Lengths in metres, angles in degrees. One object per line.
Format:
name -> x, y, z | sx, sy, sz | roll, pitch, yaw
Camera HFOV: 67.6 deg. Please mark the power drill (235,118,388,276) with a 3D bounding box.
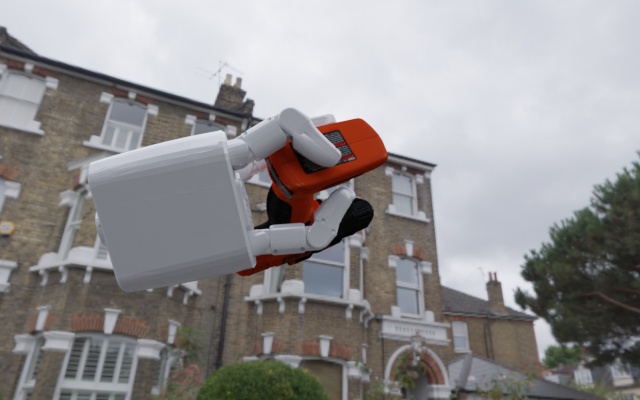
power drill -> 0.000, 0.001, 0.486 | 0.184, 0.057, 0.188 | -20, -26, -27
